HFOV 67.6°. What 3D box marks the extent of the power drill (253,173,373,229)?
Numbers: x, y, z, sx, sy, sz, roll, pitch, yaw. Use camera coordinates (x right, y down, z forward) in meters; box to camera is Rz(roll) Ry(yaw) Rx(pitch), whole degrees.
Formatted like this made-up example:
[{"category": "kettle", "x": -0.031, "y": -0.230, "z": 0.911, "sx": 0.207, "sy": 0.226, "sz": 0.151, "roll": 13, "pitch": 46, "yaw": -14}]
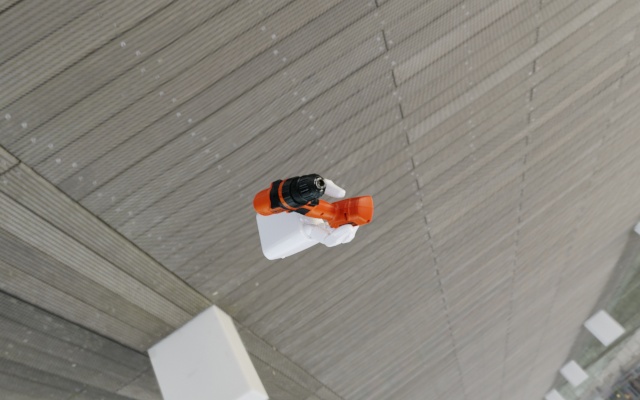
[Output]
[{"category": "power drill", "x": 0.000, "y": 0.003, "z": 0.837, "sx": 0.188, "sy": 0.057, "sz": 0.184, "roll": 15, "pitch": -18, "yaw": -35}]
